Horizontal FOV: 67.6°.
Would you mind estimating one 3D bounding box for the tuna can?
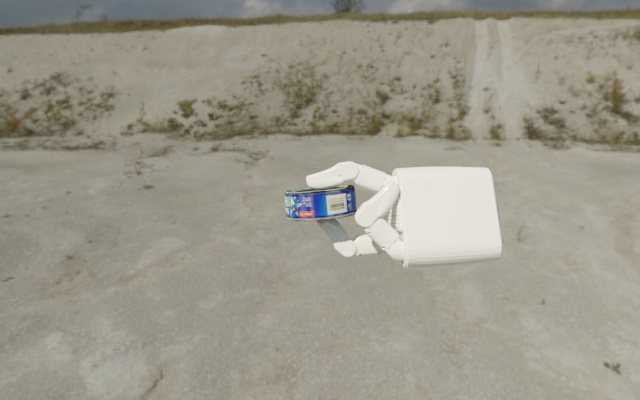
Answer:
[{"bbox_3d":[0.000,0.001,0.570,0.086,0.034,0.086,-5,5,1],"label":"tuna can"}]
